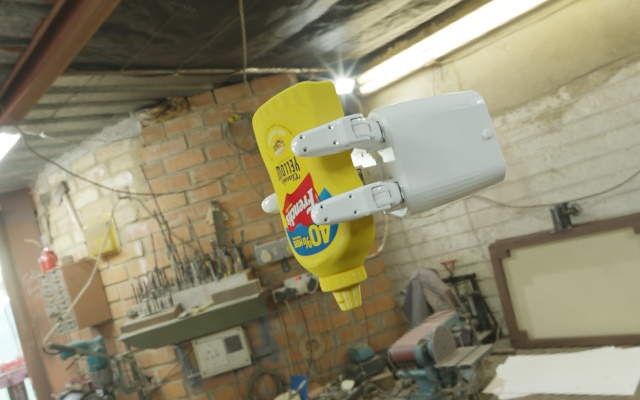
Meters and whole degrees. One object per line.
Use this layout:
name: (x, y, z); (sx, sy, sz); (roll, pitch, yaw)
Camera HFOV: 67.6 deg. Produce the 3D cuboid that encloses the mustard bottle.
mustard bottle: (0.000, 0.001, 0.419); (0.058, 0.191, 0.096); (-14, -5, -40)
